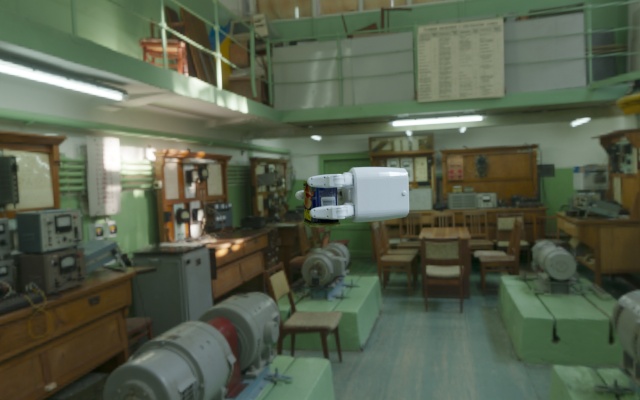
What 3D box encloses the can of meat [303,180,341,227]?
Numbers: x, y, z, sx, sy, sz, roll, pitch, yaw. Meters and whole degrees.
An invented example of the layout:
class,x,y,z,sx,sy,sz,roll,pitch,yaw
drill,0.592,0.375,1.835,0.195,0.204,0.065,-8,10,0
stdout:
class,x,y,z,sx,sy,sz,roll,pitch,yaw
can of meat,0.000,0.003,0.886,0.057,0.084,0.102,-3,3,-12
